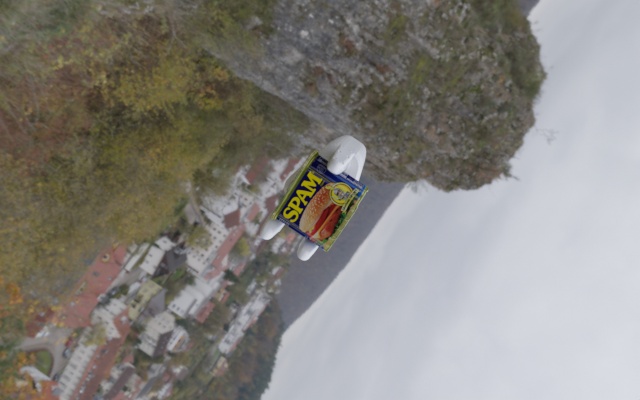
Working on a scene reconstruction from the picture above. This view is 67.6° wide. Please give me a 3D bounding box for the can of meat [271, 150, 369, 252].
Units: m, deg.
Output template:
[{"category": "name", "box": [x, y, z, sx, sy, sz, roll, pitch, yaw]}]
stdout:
[{"category": "can of meat", "box": [0.000, 0.002, 0.607, 0.084, 0.102, 0.057, 34, 17, 0]}]
